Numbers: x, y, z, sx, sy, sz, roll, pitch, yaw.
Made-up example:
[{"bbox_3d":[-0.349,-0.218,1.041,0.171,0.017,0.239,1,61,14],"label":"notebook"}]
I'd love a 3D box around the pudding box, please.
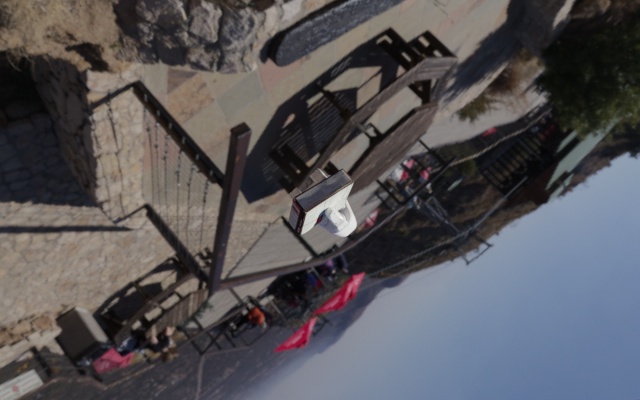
[{"bbox_3d":[0.000,0.003,0.844,0.113,0.039,0.090,-34,-20,-25],"label":"pudding box"}]
